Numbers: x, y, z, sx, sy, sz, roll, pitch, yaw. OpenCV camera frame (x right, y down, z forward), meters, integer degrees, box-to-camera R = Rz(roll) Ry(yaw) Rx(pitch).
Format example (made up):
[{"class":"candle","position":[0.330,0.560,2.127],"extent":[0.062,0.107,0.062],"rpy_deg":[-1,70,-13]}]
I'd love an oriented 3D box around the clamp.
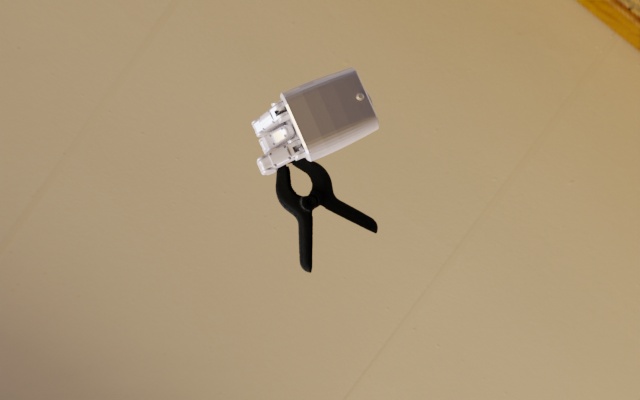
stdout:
[{"class":"clamp","position":[0.000,0.002,0.666],"extent":[0.120,0.171,0.039],"rpy_deg":[-23,1,-1]}]
